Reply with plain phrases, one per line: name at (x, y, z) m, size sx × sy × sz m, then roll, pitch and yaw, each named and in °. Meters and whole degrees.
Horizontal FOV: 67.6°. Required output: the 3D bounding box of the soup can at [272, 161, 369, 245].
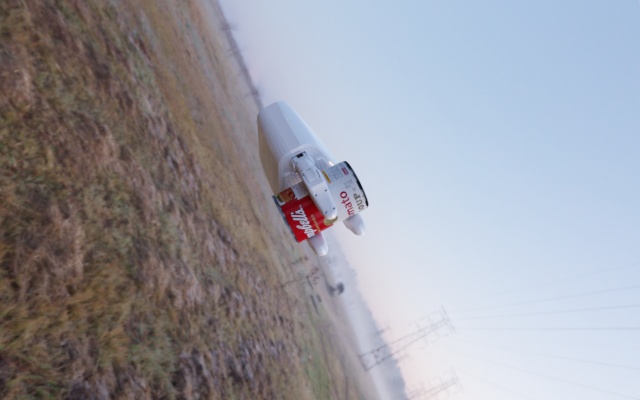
soup can at (0.001, 0.002, 0.593) m, size 0.102 × 0.068 × 0.068 m, roll -27°, pitch 2°, yaw -4°
